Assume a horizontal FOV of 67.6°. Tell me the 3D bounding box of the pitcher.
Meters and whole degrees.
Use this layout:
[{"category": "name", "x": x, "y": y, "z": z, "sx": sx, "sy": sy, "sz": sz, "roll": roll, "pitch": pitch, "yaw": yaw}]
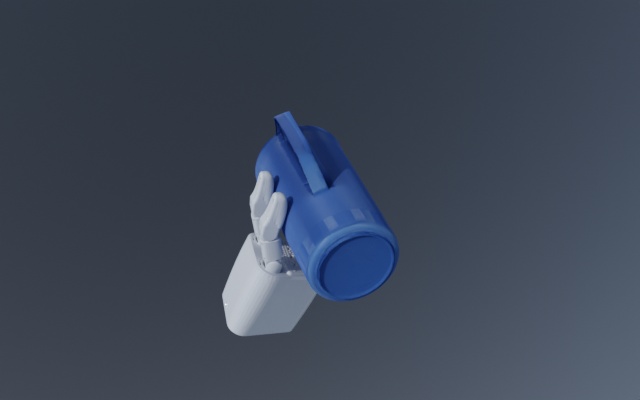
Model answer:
[{"category": "pitcher", "x": 0.000, "y": 0.002, "z": 0.602, "sx": 0.149, "sy": 0.145, "sz": 0.242, "roll": 18, "pitch": 23, "yaw": -29}]
